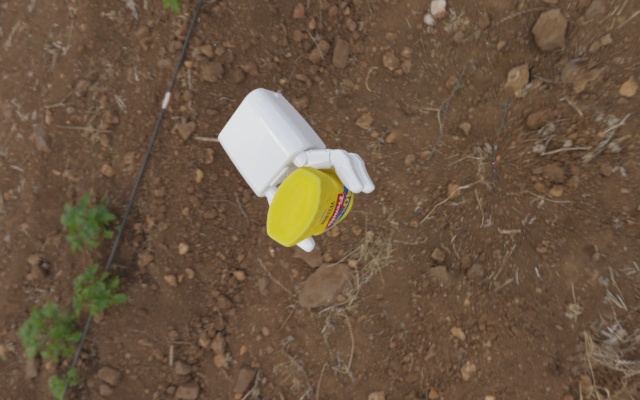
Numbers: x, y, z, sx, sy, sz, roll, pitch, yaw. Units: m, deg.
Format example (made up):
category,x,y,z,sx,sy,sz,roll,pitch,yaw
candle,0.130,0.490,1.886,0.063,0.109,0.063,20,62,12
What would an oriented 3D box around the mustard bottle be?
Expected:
category,x,y,z,sx,sy,sz,roll,pitch,yaw
mustard bottle,0.000,0.002,0.637,0.058,0.096,0.191,29,13,16
